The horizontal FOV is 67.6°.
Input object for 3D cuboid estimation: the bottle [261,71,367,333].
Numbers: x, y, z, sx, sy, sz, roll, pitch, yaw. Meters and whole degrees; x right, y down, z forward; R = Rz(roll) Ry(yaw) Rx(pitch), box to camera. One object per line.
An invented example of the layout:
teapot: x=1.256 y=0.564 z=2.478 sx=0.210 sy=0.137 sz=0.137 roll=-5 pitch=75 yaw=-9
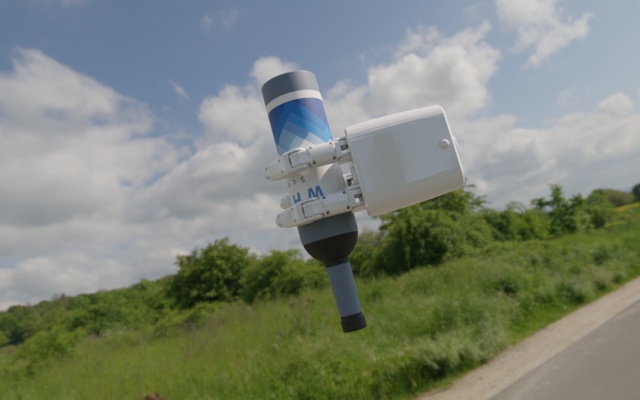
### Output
bottle: x=0.000 y=0.002 z=0.547 sx=0.069 sy=0.295 sz=0.069 roll=-15 pitch=-8 yaw=-2
